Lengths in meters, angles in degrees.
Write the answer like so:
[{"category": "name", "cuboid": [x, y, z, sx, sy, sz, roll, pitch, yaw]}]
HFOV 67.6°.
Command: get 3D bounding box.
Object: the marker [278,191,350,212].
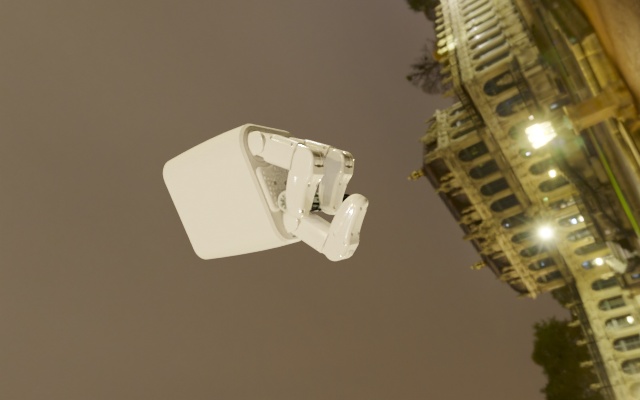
[{"category": "marker", "cuboid": [0.000, 0.002, 0.466, 0.020, 0.020, 0.121, 0, -1, 30]}]
